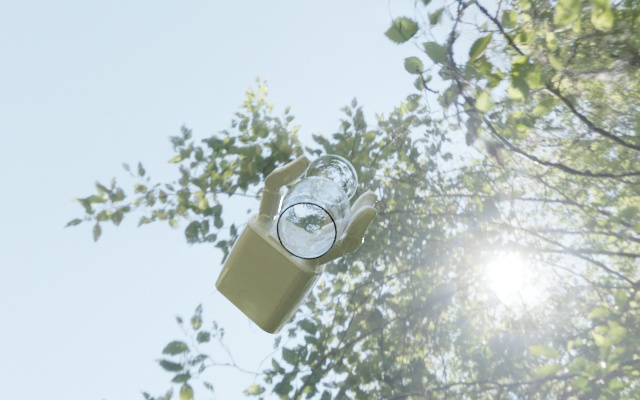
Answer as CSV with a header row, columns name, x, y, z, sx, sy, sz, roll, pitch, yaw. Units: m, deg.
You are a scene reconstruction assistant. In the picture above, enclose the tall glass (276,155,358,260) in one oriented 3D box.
name,x,y,z,sx,sy,sz,roll,pitch,yaw
tall glass,0.000,0.002,0.570,0.079,0.079,0.201,0,17,9
